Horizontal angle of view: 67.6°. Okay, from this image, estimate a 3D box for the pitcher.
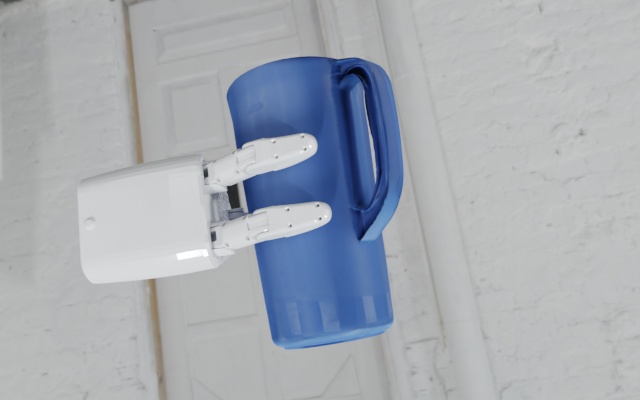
[{"bbox_3d":[0.000,0.001,0.431,0.145,0.242,0.149,-9,-12,0],"label":"pitcher"}]
